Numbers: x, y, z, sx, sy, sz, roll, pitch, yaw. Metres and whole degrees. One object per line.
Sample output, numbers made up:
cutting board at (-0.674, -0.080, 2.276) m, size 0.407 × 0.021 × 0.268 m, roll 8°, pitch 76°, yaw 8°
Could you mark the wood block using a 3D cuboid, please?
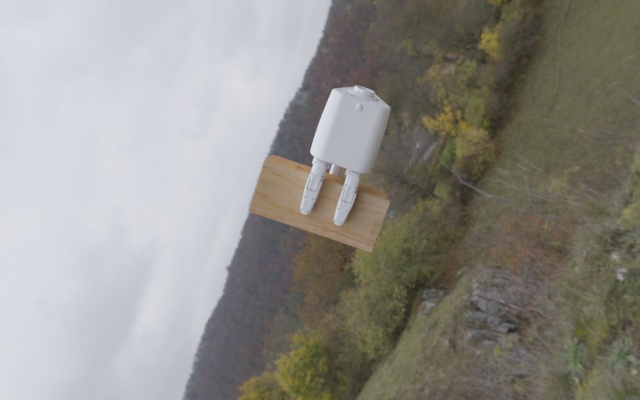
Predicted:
wood block at (0.000, 0.002, 0.787) m, size 0.206 × 0.090 × 0.091 m, roll 19°, pitch 12°, yaw 0°
